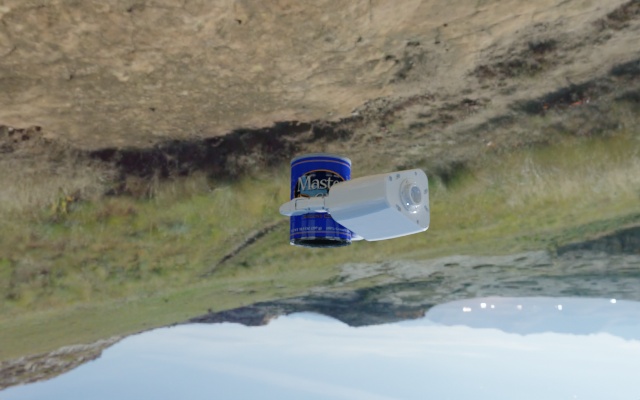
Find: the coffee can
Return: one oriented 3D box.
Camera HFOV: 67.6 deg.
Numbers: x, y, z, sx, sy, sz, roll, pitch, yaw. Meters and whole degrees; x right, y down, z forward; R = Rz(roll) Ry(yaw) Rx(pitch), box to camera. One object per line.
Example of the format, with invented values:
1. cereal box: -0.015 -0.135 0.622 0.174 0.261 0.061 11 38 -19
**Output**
1. coffee can: 0.000 0.002 0.795 0.103 0.140 0.103 0 -13 0
